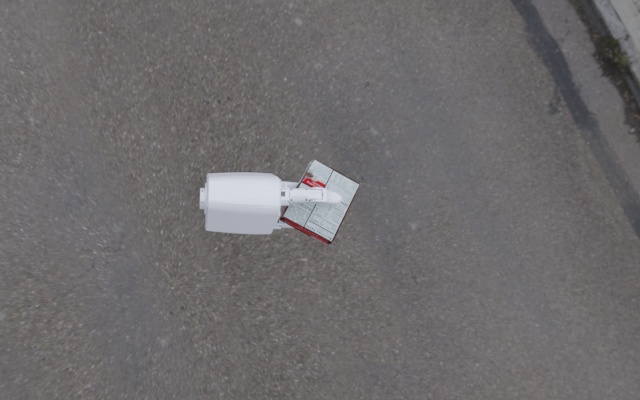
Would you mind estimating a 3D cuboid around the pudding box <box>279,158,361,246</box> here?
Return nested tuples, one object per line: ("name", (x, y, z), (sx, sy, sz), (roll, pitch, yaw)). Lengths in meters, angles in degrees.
("pudding box", (0.000, 0.002, 0.759), (0.090, 0.113, 0.039), (29, -15, -6))
